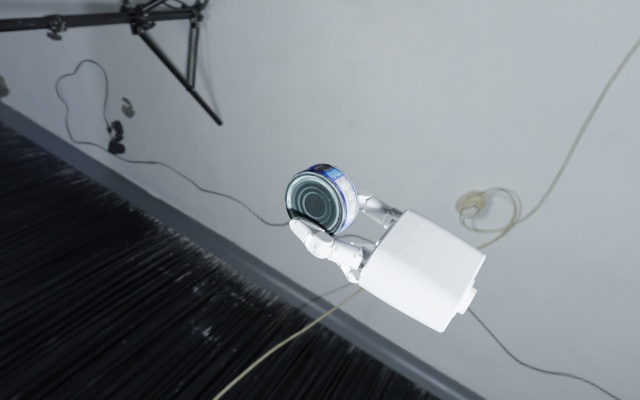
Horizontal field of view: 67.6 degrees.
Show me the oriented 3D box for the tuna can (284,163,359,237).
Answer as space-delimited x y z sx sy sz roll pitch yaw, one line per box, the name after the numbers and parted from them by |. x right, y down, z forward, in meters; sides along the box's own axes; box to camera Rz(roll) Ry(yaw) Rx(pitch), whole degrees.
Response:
0.000 0.002 0.560 0.086 0.086 0.033 0 18 34 | tuna can
